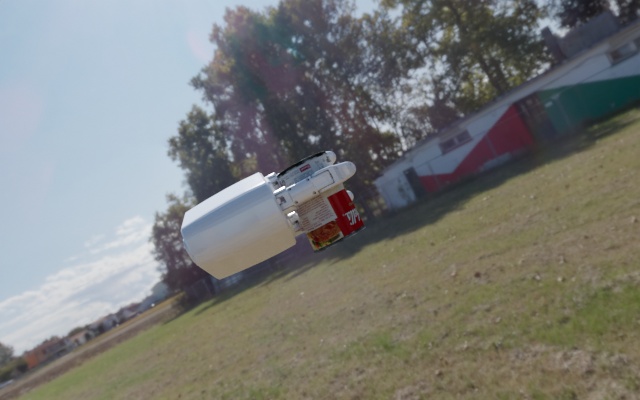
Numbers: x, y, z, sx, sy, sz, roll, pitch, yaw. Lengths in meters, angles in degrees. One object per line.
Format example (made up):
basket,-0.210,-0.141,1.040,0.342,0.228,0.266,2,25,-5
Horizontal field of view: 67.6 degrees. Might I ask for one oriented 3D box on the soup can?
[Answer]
soup can,0.000,0.001,0.564,0.068,0.102,0.068,-27,-1,-1
